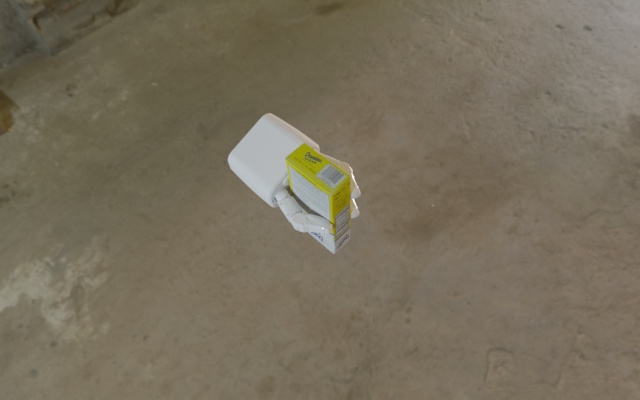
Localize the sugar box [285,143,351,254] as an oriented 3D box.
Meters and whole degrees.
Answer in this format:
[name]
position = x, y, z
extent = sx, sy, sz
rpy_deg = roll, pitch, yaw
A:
[sugar box]
position = 0.000, 0.002, 0.724
extent = 0.093, 0.048, 0.176
rpy_deg = 39, -21, 24
